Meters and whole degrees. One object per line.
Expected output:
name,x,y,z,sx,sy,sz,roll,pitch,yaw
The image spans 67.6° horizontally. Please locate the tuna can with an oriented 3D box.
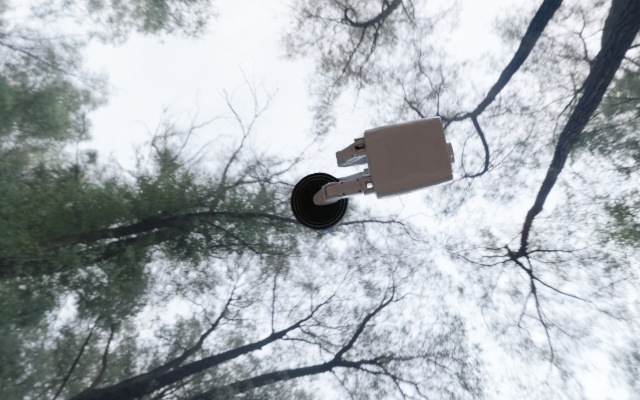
tuna can,0.000,0.002,0.714,0.086,0.086,0.034,0,-7,9
